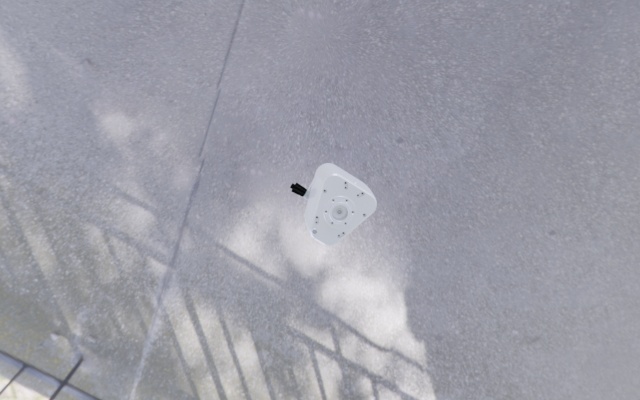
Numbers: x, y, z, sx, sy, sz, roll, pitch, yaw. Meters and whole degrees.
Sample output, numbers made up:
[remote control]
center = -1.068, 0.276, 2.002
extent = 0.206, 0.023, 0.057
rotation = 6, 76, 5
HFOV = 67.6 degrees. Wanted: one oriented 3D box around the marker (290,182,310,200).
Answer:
[marker]
center = 0.000, 0.003, 0.852
extent = 0.121, 0.020, 0.020
rotation = 30, -5, -9
